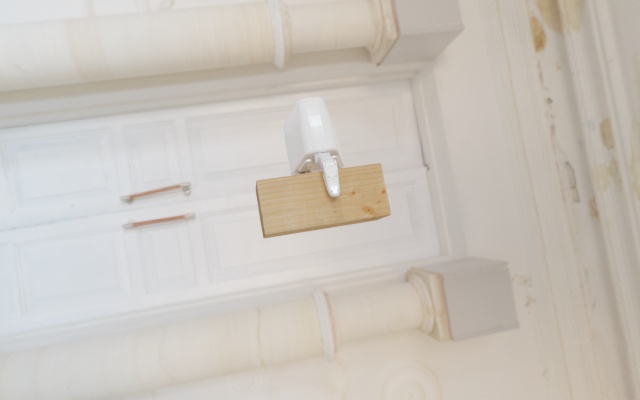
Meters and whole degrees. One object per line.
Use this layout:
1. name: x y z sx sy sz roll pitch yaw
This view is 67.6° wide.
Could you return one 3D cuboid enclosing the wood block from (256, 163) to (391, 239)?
1. wood block: 0.000 0.002 0.801 0.206 0.090 0.091 -9 -7 -9
